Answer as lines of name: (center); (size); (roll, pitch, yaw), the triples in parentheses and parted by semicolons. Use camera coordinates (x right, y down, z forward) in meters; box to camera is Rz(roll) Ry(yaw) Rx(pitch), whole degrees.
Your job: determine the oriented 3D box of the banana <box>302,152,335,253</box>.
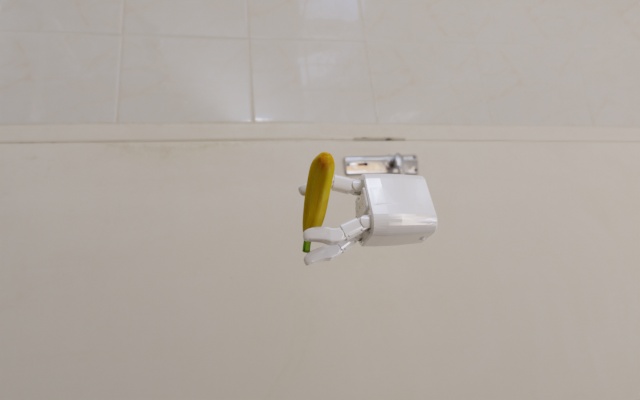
banana: (-0.002, -0.008, 0.712); (0.037, 0.198, 0.069); (1, 44, -9)
